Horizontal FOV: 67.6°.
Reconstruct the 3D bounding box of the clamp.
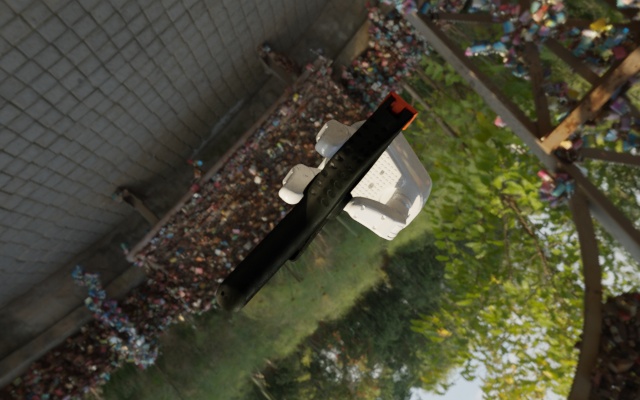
[{"bbox_3d":[0.001,0.001,0.400,0.036,0.210,0.164,41,22,5],"label":"clamp"}]
